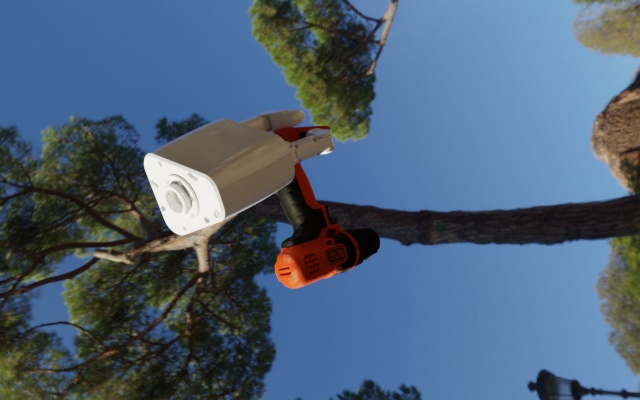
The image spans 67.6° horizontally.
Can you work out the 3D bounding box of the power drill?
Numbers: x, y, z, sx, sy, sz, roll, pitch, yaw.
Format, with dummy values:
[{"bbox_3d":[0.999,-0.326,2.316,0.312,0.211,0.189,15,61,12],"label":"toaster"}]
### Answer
[{"bbox_3d":[0.000,0.002,0.601,0.057,0.187,0.184,-20,-4,38],"label":"power drill"}]
